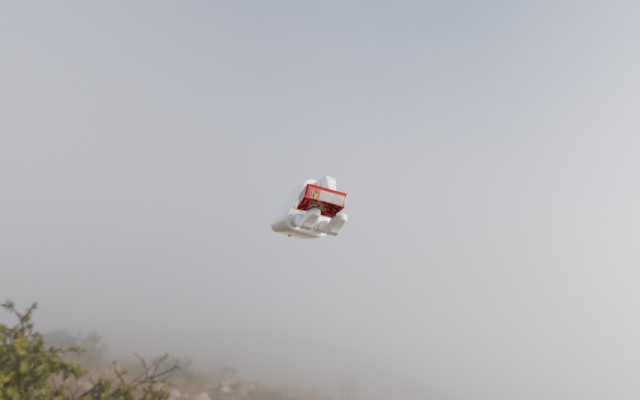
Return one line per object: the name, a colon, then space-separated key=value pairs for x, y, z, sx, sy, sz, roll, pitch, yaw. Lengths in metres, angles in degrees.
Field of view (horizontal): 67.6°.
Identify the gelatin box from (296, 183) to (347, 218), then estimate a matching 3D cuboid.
gelatin box: x=0.000 y=0.002 z=0.860 sx=0.073 sy=0.030 sz=0.089 roll=15 pitch=-18 yaw=-9
